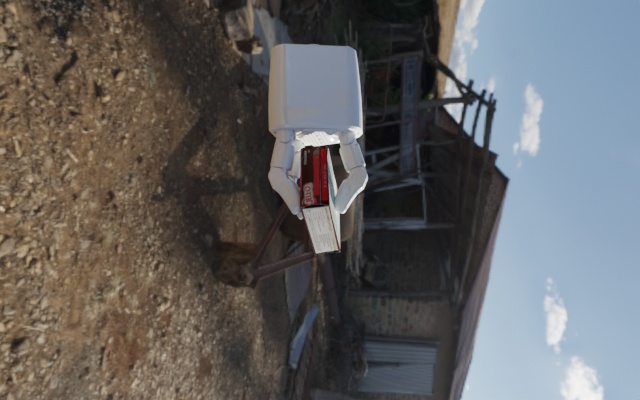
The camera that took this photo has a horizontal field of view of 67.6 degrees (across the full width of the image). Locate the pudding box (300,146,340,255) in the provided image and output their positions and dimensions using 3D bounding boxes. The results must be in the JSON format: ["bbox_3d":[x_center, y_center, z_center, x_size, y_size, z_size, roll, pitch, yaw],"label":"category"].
[{"bbox_3d":[0.000,0.002,0.594,0.039,0.090,0.114,-6,-36,8],"label":"pudding box"}]
